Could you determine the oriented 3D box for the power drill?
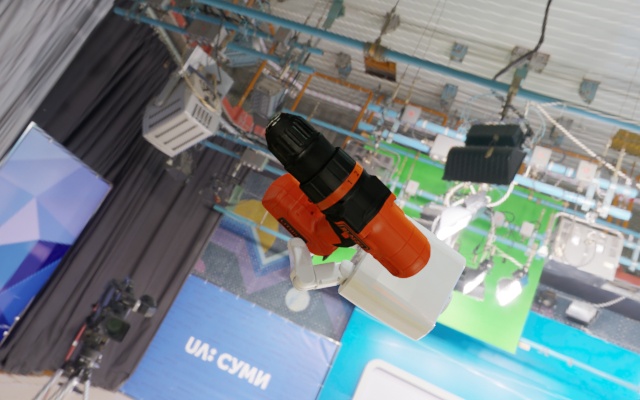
[{"bbox_3d":[0.000,0.002,0.474,0.184,0.057,0.187,46,-16,-12],"label":"power drill"}]
